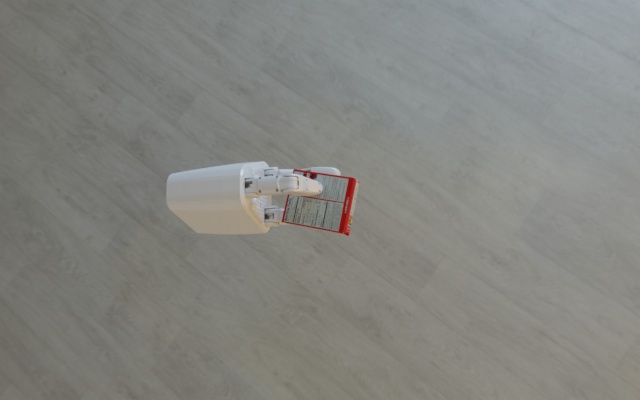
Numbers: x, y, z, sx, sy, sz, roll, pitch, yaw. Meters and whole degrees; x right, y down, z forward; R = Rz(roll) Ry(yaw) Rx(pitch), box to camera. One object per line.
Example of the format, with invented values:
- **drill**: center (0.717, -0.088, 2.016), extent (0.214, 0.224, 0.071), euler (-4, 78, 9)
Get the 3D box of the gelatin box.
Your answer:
- **gelatin box**: center (0.000, 0.002, 0.623), extent (0.089, 0.073, 0.030), euler (9, -7, 19)
